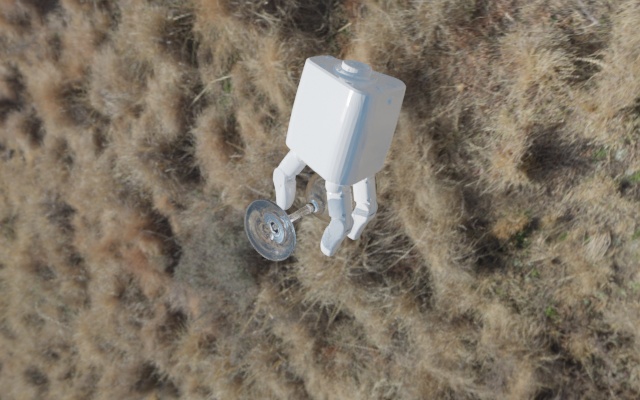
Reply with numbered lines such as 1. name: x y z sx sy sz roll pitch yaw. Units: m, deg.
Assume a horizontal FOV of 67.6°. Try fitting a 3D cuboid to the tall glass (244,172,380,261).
1. tall glass: 0.000 0.002 0.603 0.079 0.079 0.201 0 18 38
